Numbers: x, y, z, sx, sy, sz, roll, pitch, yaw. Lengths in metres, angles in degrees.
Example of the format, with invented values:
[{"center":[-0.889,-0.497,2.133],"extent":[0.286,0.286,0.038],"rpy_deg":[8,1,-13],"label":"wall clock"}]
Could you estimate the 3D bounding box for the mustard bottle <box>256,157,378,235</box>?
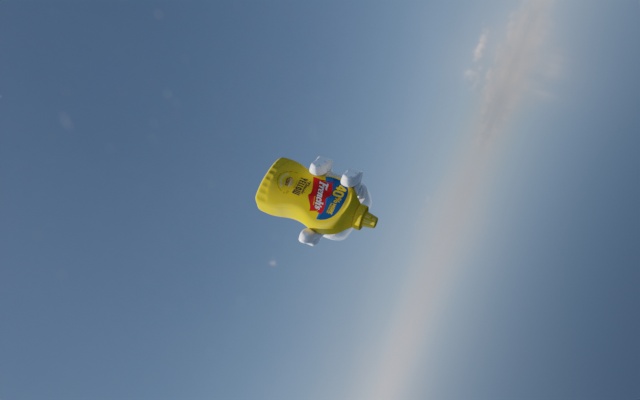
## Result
[{"center":[0.000,0.002,0.763],"extent":[0.191,0.096,0.058],"rpy_deg":[21,-29,15],"label":"mustard bottle"}]
